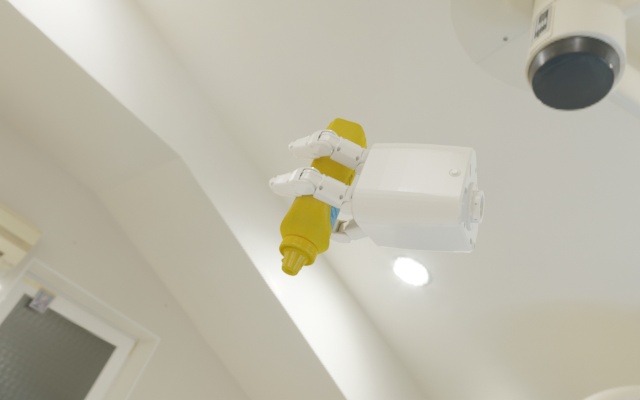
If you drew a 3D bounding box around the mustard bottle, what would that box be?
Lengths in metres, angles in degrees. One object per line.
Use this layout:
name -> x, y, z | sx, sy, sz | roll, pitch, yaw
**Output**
mustard bottle -> 0.000, 0.002, 0.546 | 0.058, 0.191, 0.096 | 19, -34, 6
